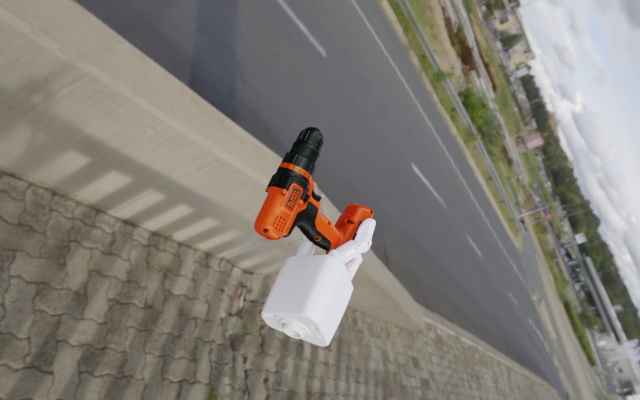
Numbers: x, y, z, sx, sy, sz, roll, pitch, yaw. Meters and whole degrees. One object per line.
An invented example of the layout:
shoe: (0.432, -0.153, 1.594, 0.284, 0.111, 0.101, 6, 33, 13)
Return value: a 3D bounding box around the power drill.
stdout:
power drill: (0.000, 0.003, 0.752, 0.188, 0.184, 0.057, 34, -15, -35)
